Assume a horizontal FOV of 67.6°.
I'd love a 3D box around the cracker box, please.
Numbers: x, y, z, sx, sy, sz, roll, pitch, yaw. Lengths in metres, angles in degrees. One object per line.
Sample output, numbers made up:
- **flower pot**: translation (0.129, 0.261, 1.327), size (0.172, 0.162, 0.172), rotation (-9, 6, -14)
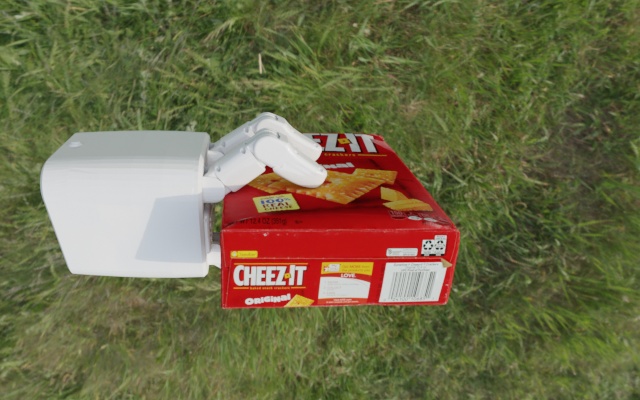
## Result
- **cracker box**: translation (0.000, 0.002, 0.413), size (0.164, 0.072, 0.213), rotation (1, 26, -9)
